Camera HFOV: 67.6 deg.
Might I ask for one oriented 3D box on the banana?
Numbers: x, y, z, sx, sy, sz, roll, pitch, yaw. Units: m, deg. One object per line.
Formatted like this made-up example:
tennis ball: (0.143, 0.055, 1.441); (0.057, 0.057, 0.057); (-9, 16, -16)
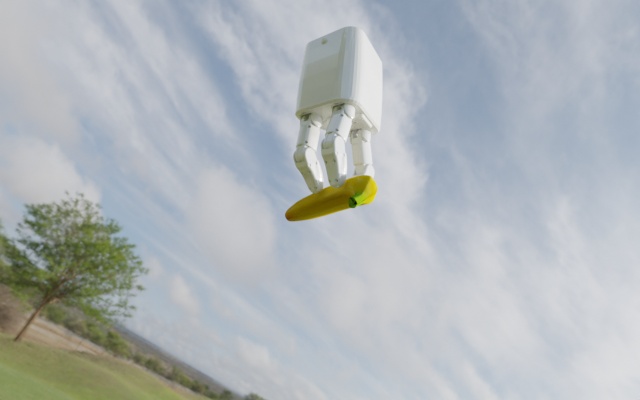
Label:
banana: (0.018, -0.003, 0.600); (0.069, 0.037, 0.198); (-14, -2, -26)
